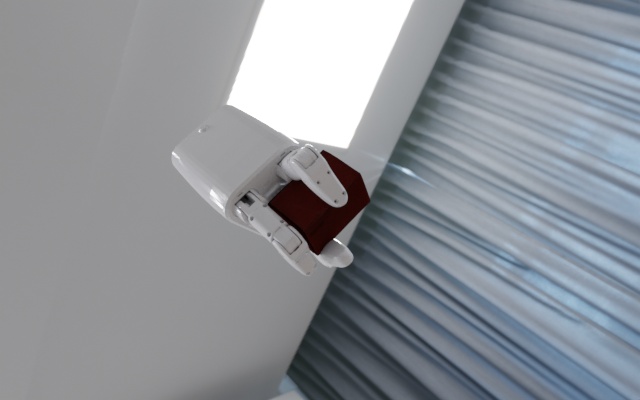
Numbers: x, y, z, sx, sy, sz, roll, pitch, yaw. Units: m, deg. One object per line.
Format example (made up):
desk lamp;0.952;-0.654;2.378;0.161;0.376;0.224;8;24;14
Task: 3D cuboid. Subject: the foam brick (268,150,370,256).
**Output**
foam brick;0.000;0.001;0.455;0.051;0.078;0.053;37;-16;32
